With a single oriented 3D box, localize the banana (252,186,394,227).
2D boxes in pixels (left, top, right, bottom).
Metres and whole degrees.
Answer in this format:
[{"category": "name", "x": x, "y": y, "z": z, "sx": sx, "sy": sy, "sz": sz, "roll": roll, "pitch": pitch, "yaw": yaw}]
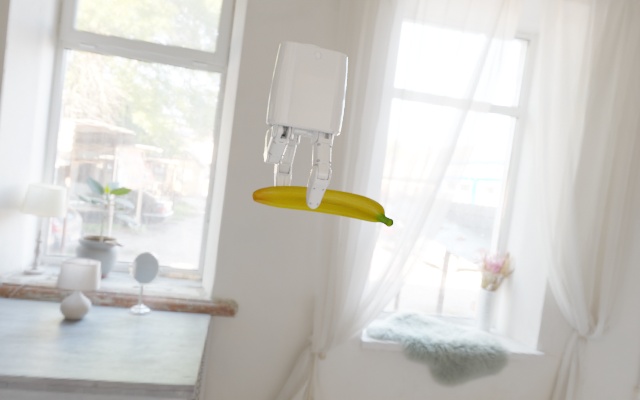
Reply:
[{"category": "banana", "x": 0.006, "y": 0.002, "z": 0.678, "sx": 0.198, "sy": 0.037, "sz": 0.069, "roll": 9, "pitch": 3, "yaw": 7}]
